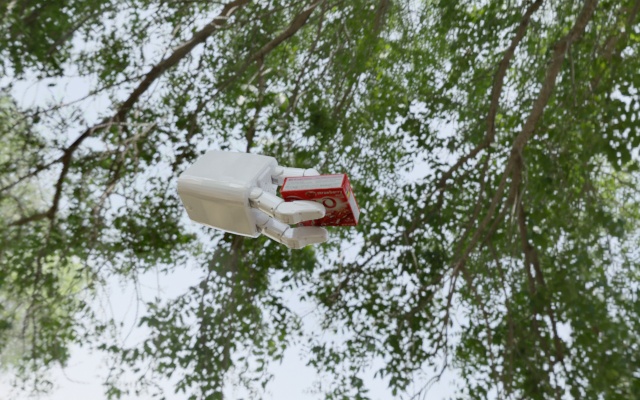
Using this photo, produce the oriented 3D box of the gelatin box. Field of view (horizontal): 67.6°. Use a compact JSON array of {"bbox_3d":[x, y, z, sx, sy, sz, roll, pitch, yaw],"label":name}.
[{"bbox_3d":[0.001,0.002,0.630,0.089,0.030,0.073,-3,-44,21],"label":"gelatin box"}]
